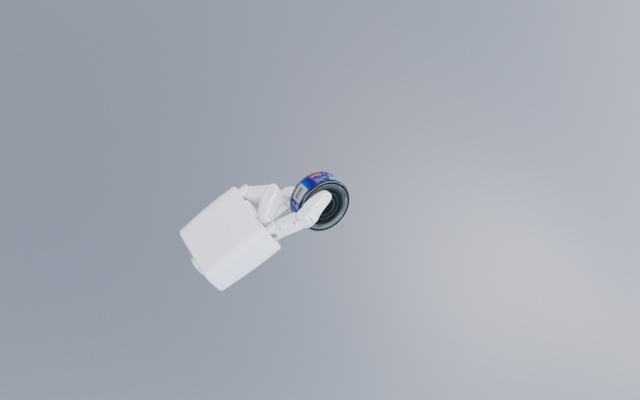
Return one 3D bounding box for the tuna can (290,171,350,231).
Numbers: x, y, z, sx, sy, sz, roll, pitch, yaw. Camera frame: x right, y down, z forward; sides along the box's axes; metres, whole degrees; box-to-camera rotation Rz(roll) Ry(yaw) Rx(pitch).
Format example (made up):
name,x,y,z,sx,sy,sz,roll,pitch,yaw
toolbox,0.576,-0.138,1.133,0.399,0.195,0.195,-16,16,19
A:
name,x,y,z,sx,sy,sz,roll,pitch,yaw
tuna can,0.000,0.003,0.709,0.086,0.086,0.033,0,26,-32
